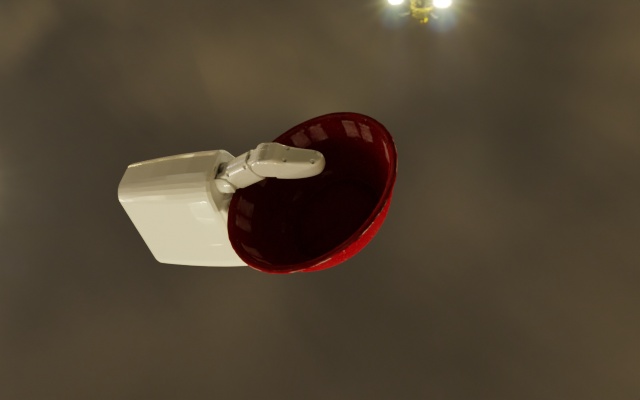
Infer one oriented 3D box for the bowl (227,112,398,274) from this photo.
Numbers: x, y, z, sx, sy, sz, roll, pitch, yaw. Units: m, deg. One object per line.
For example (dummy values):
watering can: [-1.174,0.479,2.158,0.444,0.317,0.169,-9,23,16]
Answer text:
bowl: [0.001,0.002,0.413,0.162,0.162,0.055,0,-34,36]
